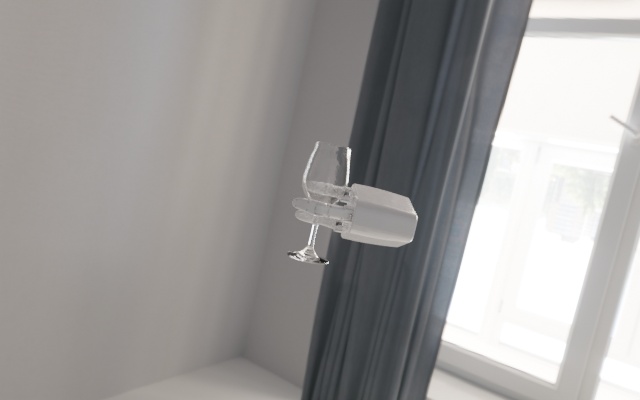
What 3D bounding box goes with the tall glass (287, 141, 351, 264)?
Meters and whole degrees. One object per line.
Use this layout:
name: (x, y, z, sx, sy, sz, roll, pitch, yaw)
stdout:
tall glass: (0.000, 0.003, 0.818, 0.079, 0.201, 0.079, 12, 4, -1)
